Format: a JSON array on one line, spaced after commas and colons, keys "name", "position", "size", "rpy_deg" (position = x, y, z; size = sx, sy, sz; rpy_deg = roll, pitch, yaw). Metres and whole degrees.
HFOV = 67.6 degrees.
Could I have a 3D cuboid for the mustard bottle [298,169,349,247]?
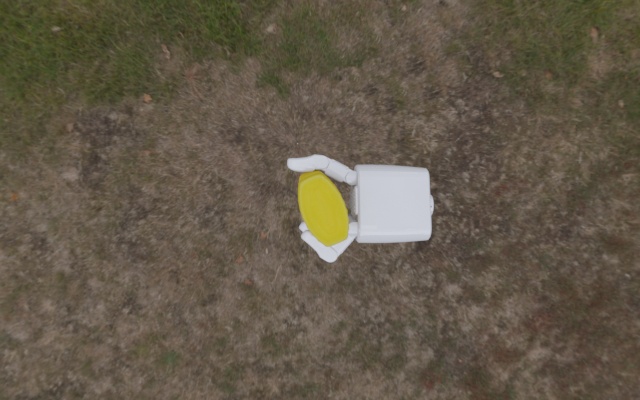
[{"name": "mustard bottle", "position": [0.000, 0.002, 0.698], "size": [0.058, 0.096, 0.191], "rpy_deg": [-24, 7, 0]}]
